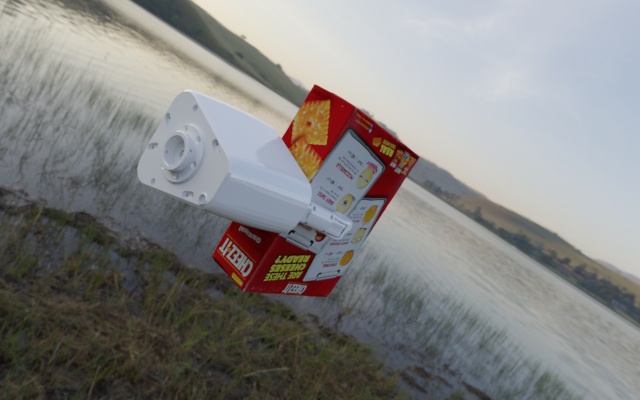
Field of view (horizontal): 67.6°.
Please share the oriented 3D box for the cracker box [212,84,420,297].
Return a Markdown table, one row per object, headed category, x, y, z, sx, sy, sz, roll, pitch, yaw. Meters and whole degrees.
| category | x | y | z | sx | sy | sz | roll | pitch | yaw |
| --- | --- | --- | --- | --- | --- | --- | --- | --- | --- |
| cracker box | 0.000 | 0.002 | 0.541 | 0.072 | 0.214 | 0.164 | 38 | 10 | 34 |
